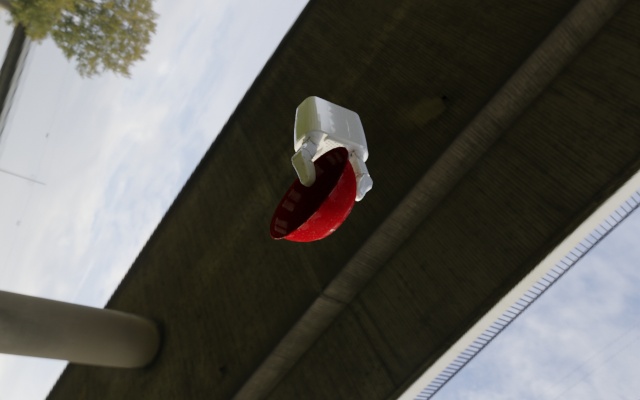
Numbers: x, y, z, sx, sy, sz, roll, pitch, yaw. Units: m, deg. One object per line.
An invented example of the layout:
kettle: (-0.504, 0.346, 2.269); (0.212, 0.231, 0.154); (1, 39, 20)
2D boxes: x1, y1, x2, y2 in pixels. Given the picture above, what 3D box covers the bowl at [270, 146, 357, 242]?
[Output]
bowl: (0.000, 0.003, 0.677); (0.055, 0.162, 0.162); (40, -16, -20)
